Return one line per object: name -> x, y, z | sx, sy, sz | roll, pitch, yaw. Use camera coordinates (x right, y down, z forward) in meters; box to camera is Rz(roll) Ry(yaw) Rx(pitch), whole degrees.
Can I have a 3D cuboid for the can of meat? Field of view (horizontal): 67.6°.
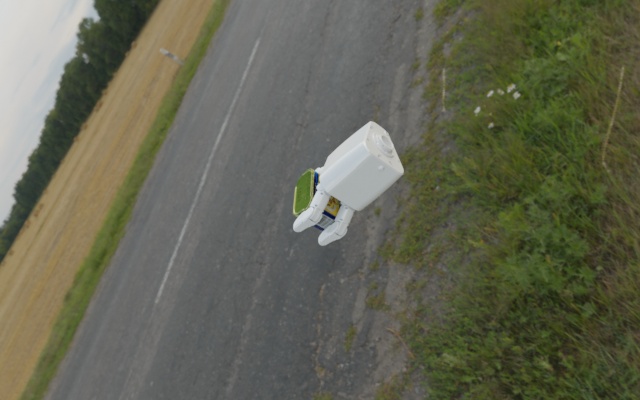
can of meat -> 0.000, 0.003, 0.858 | 0.084, 0.102, 0.057 | 31, -51, -28
